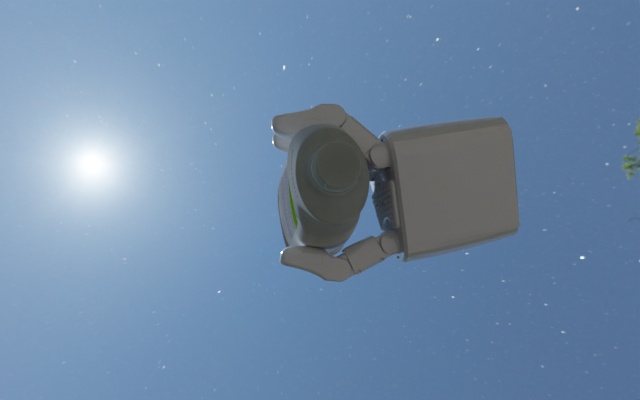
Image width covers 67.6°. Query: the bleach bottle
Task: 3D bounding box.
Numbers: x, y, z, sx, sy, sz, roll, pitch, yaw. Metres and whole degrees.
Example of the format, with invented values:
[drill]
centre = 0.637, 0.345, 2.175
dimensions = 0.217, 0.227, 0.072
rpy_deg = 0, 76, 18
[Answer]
[bleach bottle]
centre = 0.000, 0.001, 0.410
dimensions = 0.068, 0.102, 0.251
rpy_deg = -11, -6, -7
